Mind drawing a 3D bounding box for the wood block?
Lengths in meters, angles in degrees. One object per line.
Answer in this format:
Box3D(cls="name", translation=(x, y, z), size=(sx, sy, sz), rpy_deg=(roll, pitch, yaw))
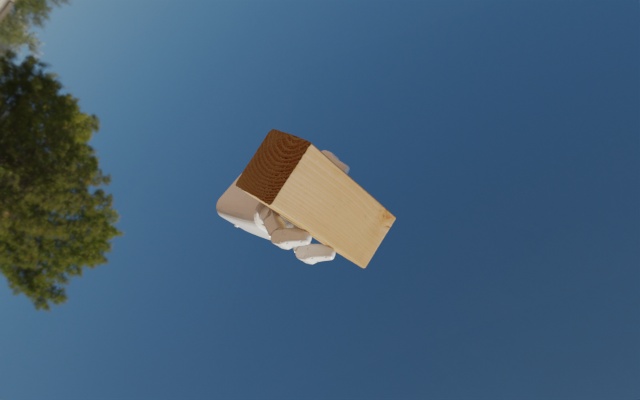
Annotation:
Box3D(cls="wood block", translation=(0.000, 0.002, 0.652), size=(0.090, 0.091, 0.206), rpy_deg=(26, -8, 47))
